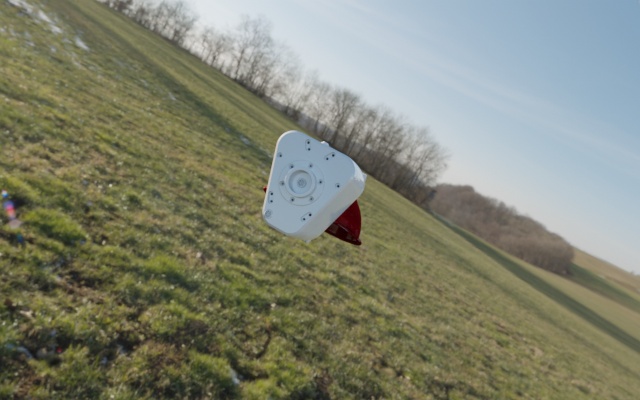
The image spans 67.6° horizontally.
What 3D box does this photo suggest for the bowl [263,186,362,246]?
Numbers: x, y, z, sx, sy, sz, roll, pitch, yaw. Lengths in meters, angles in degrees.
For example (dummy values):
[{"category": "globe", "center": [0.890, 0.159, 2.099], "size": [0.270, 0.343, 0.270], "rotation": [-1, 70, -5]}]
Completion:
[{"category": "bowl", "center": [0.000, 0.002, 0.689], "size": [0.162, 0.055, 0.162], "rotation": [29, -10, 5]}]
